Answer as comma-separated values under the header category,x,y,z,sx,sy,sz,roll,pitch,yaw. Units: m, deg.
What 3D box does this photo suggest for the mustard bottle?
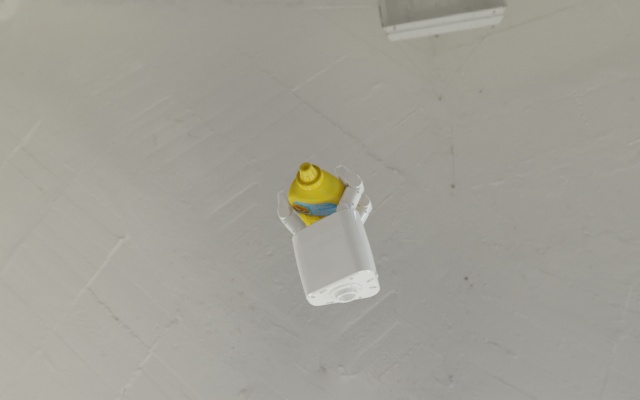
category,x,y,z,sx,sy,sz,roll,pitch,yaw
mustard bottle,0.000,0.002,0.771,0.096,0.058,0.192,4,-31,19
